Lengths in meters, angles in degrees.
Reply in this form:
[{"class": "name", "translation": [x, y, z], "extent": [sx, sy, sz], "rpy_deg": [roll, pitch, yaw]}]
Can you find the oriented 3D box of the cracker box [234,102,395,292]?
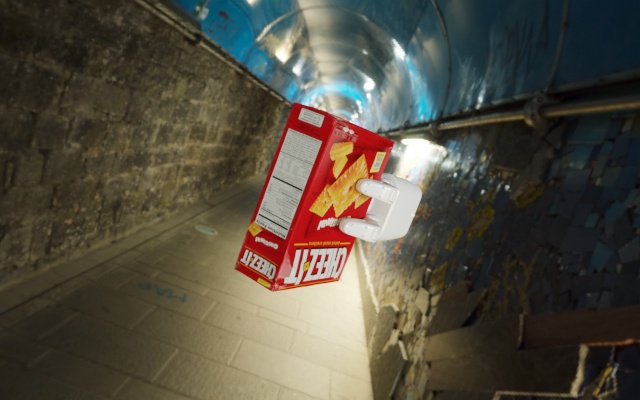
[{"class": "cracker box", "translation": [0.000, 0.002, 0.608], "extent": [0.072, 0.214, 0.164], "rpy_deg": [25, 9, 31]}]
